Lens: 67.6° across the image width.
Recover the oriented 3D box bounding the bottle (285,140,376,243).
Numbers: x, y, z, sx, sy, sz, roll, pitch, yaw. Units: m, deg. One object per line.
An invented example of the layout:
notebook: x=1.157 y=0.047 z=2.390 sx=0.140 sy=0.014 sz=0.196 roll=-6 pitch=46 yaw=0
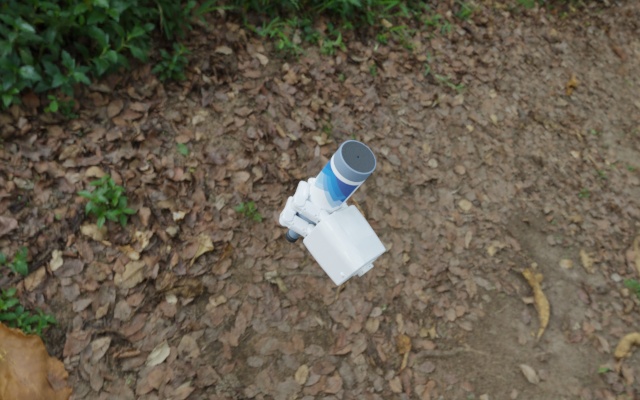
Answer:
bottle: x=0.000 y=0.003 z=0.879 sx=0.069 sy=0.069 sz=0.296 roll=0 pitch=-30 yaw=-28
